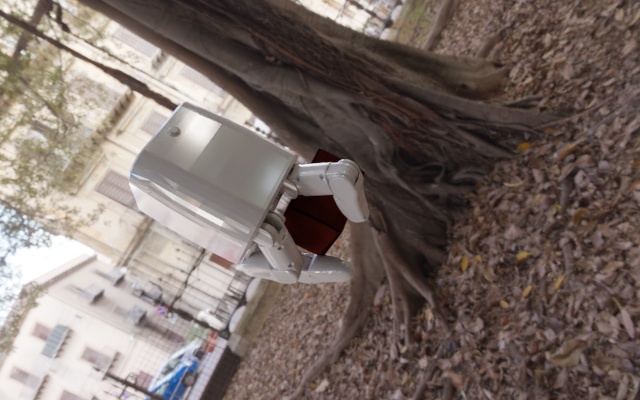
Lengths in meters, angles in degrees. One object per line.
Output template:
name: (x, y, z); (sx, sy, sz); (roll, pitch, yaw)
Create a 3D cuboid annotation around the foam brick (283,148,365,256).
foam brick: (0.000, 0.001, 0.444); (0.051, 0.078, 0.053); (27, -39, -4)
